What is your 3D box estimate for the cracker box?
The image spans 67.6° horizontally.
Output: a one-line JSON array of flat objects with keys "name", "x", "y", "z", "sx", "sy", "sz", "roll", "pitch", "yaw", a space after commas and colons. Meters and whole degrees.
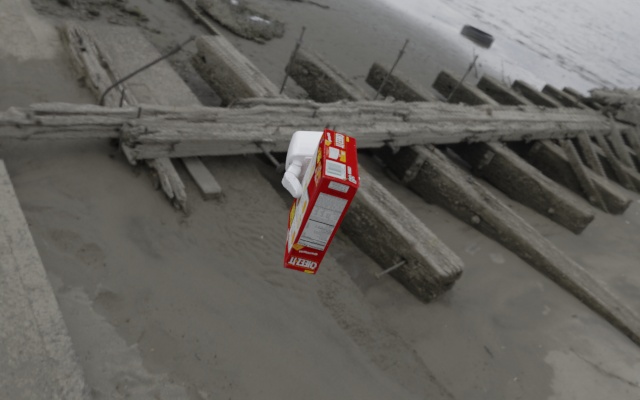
[{"name": "cracker box", "x": 0.000, "y": 0.003, "z": 0.873, "sx": 0.072, "sy": 0.214, "sz": 0.164, "roll": 17, "pitch": 35, "yaw": -10}]
